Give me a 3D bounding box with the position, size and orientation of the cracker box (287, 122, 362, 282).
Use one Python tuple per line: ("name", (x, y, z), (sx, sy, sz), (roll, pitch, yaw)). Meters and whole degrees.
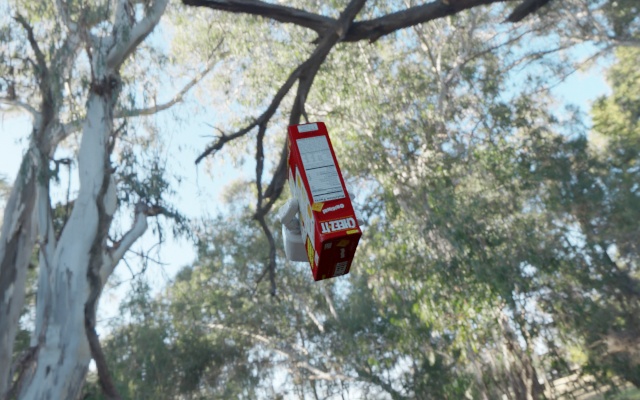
("cracker box", (0.000, 0.002, 0.793), (0.072, 0.213, 0.164), (-12, -28, -11))
